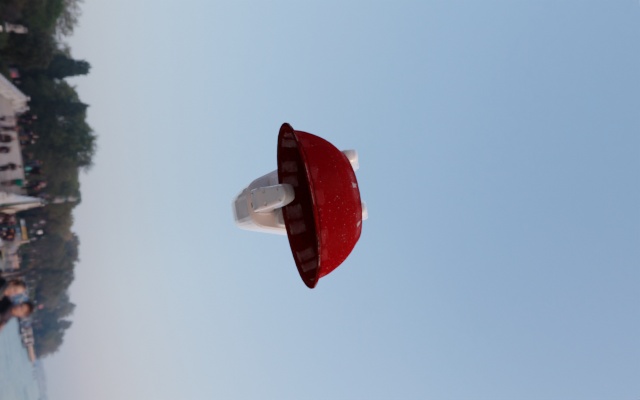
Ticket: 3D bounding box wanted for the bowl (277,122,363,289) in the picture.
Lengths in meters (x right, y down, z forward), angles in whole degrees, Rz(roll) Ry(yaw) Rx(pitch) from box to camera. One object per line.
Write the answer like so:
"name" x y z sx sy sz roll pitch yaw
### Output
"bowl" 0.001 0.002 0.467 0.055 0.162 0.162 -9 2 -13
